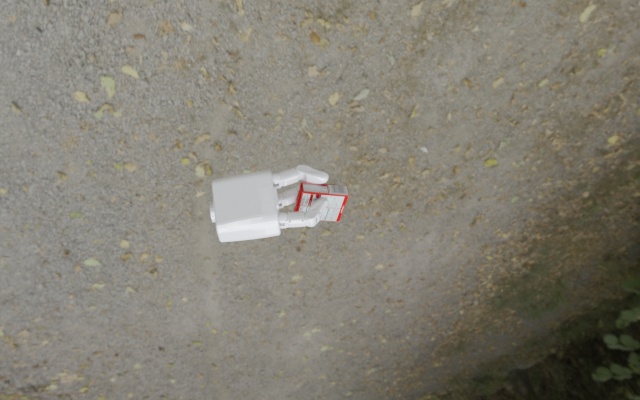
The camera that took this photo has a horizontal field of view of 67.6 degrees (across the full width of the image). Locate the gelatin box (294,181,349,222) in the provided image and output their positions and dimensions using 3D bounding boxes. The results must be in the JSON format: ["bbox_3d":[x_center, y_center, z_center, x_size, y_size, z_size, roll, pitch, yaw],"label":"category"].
[{"bbox_3d":[0.001,0.003,0.879,0.089,0.030,0.073,4,-44,-12],"label":"gelatin box"}]
